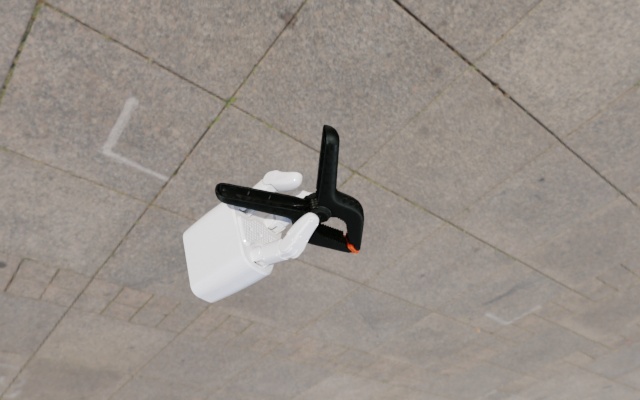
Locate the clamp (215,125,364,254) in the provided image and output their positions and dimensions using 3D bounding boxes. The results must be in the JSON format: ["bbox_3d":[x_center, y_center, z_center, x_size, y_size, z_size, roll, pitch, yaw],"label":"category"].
[{"bbox_3d":[0.000,0.003,0.592,0.164,0.036,0.210,-31,-48,25],"label":"clamp"}]
